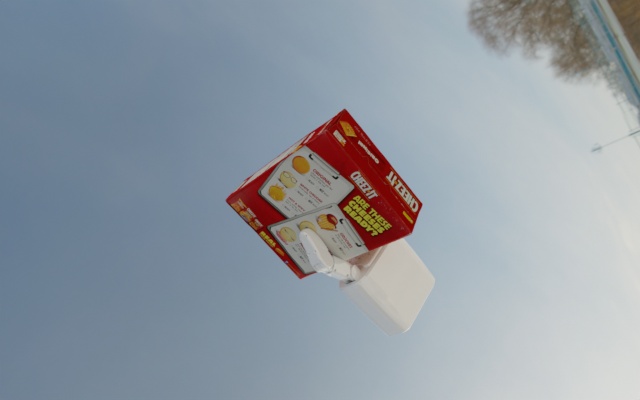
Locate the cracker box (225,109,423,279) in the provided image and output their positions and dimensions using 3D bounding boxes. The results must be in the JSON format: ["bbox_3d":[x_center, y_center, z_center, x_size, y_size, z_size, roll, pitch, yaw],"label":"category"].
[{"bbox_3d":[0.000,0.002,0.638,0.214,0.164,0.072,-30,18,40],"label":"cracker box"}]
